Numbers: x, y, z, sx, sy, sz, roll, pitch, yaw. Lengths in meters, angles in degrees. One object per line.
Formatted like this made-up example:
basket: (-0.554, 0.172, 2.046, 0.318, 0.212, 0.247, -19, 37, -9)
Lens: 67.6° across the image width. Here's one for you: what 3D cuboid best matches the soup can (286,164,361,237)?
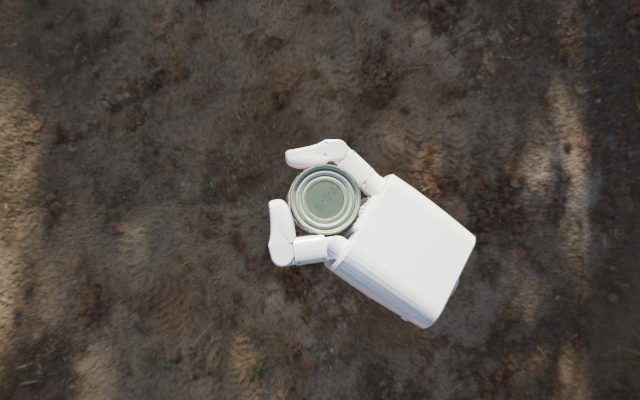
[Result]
soup can: (0.000, 0.001, 0.481, 0.068, 0.068, 0.102, 0, -2, -5)
